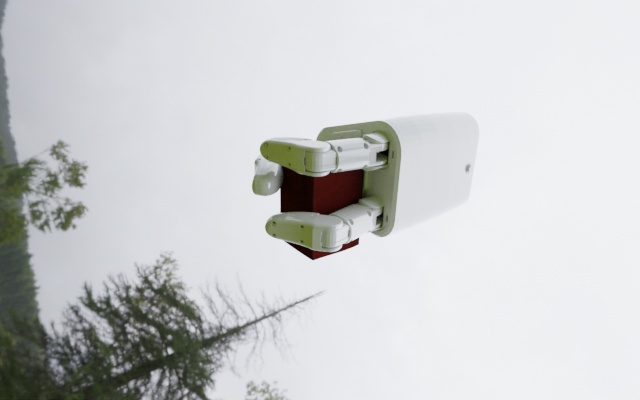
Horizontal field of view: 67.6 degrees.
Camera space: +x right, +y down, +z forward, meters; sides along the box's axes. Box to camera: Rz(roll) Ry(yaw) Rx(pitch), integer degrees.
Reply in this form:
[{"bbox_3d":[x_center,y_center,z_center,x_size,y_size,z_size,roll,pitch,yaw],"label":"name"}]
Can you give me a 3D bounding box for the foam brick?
[{"bbox_3d":[0.000,0.002,0.403,0.051,0.078,0.053,-14,28,-33],"label":"foam brick"}]
